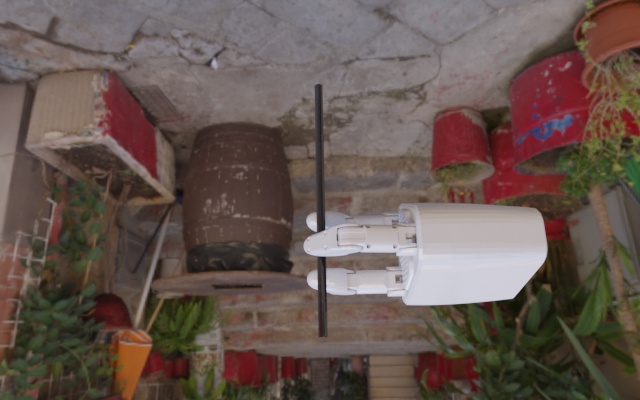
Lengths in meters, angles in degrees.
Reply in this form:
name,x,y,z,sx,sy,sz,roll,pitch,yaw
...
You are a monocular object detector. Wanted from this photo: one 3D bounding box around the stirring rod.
name,x,y,z,sx,sy,sz,roll,pitch,yaw
stirring rod,0.000,0.001,0.441,0.011,0.239,0.011,-1,-16,0
